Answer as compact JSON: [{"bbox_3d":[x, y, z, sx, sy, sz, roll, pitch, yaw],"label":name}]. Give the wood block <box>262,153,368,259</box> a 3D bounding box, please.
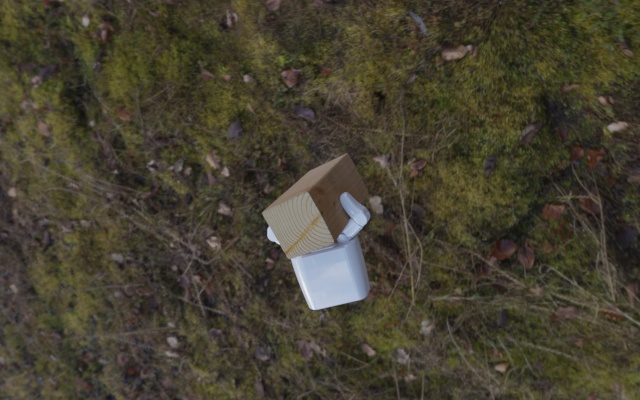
[{"bbox_3d":[0.001,0.003,0.808,0.091,0.090,0.206,-23,12,27],"label":"wood block"}]
